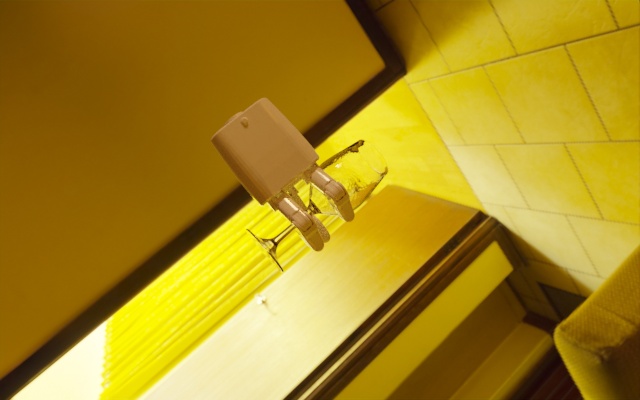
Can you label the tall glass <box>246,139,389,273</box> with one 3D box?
[{"bbox_3d":[0.000,0.003,0.641,0.201,0.079,0.079,-40,11,-13],"label":"tall glass"}]
